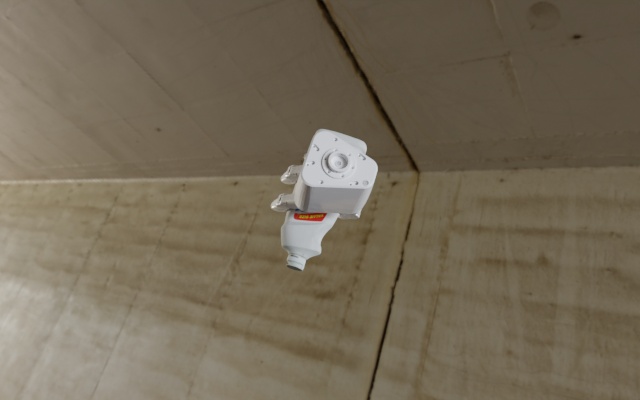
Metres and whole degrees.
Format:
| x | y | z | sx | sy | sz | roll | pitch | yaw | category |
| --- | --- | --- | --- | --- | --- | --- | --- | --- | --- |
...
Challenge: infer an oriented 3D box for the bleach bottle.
| x | y | z | sx | sy | sz | roll | pitch | yaw | category |
| --- | --- | --- | --- | --- | --- | --- | --- | --- | --- |
| 0.000 | 0.003 | 0.833 | 0.102 | 0.250 | 0.068 | 18 | -21 | 0 | bleach bottle |
